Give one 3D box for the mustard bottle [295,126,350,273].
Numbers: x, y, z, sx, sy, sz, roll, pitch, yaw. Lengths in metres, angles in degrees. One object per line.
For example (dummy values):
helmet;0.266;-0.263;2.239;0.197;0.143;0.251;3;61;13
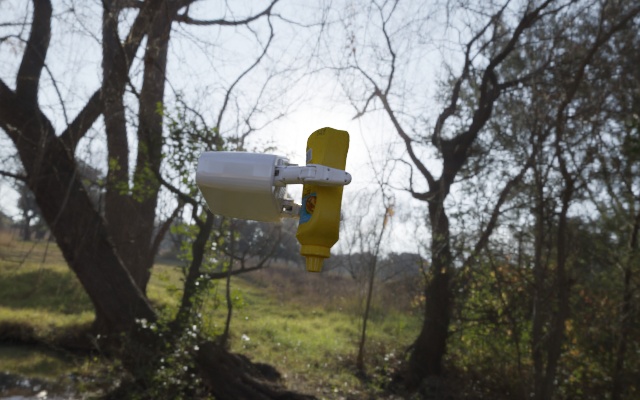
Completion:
mustard bottle;0.000;0.002;0.655;0.058;0.191;0.096;11;-14;-16
